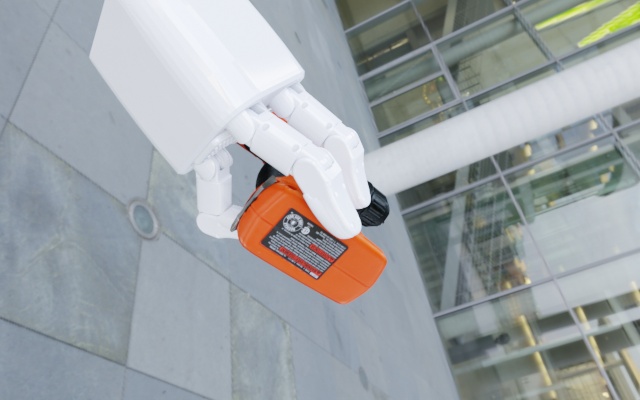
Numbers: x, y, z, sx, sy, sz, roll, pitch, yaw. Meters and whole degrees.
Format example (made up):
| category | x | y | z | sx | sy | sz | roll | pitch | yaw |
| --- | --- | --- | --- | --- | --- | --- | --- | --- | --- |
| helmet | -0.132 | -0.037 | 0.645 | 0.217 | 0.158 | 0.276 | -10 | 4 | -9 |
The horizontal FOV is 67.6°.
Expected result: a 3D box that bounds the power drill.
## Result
| category | x | y | z | sx | sy | sz | roll | pitch | yaw |
| --- | --- | --- | --- | --- | --- | --- | --- | --- | --- |
| power drill | 0.000 | 0.001 | 0.407 | 0.184 | 0.057 | 0.187 | 33 | 19 | -19 |
